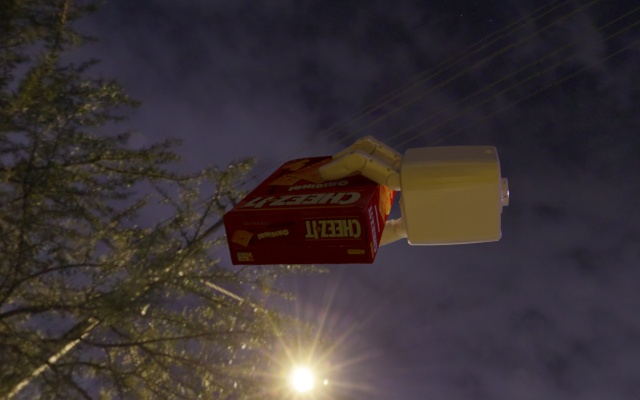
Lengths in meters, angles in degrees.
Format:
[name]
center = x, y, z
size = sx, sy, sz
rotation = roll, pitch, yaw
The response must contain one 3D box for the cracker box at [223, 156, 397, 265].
[cracker box]
center = 0.000, 0.002, 0.599
size = 0.164, 0.072, 0.213
rotation = -3, 19, 17
